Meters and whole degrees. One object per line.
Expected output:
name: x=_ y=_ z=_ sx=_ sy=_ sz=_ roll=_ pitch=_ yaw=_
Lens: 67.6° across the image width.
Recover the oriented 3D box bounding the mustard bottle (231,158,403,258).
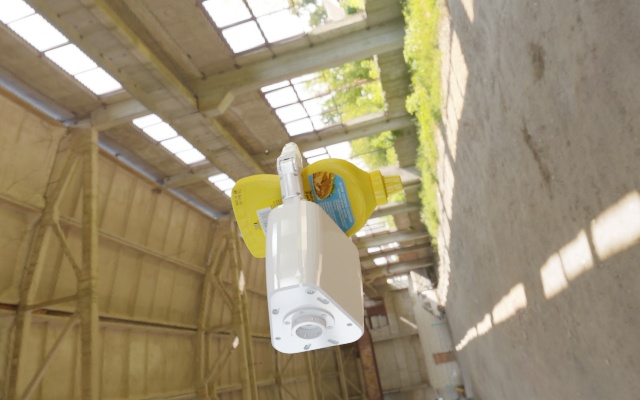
mustard bottle: x=0.000 y=0.002 z=0.555 sx=0.191 sy=0.096 sz=0.058 roll=-13 pitch=18 yaw=9
